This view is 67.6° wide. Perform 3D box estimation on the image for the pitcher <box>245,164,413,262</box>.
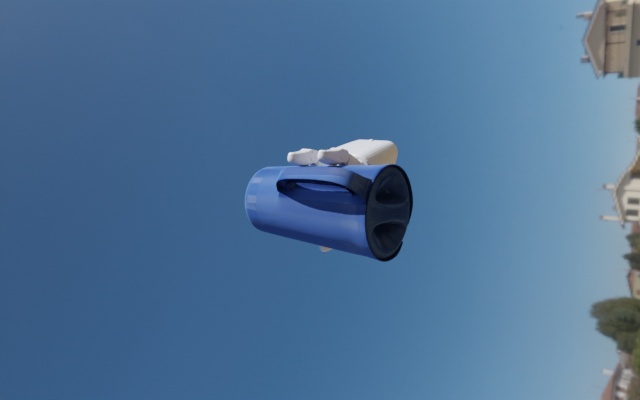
[{"bbox_3d":[0.000,0.002,0.709,0.243,0.149,0.145,6,23,36],"label":"pitcher"}]
